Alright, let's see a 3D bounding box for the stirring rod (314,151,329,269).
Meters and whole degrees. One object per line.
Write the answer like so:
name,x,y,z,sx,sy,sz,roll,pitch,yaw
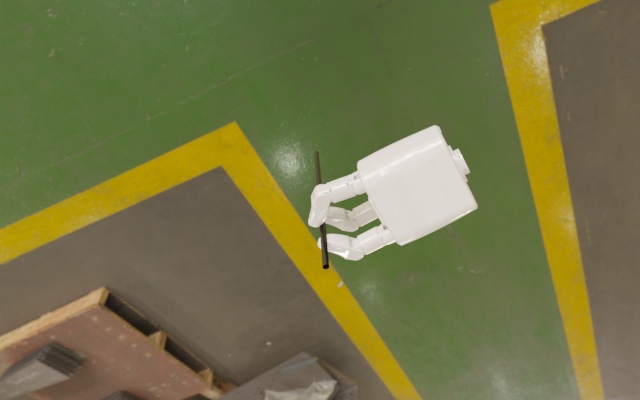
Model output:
stirring rod,0.000,0.002,0.651,0.011,0.011,0.239,0,39,-4
